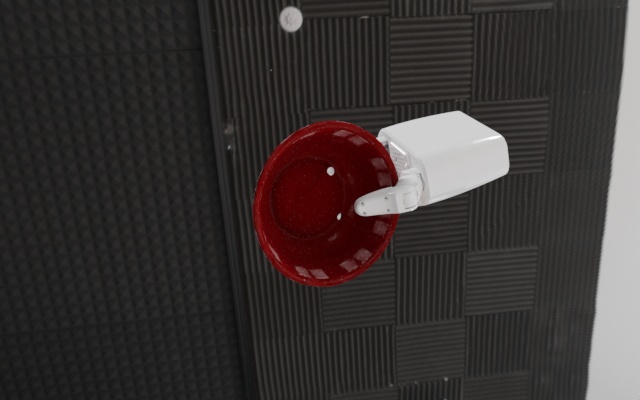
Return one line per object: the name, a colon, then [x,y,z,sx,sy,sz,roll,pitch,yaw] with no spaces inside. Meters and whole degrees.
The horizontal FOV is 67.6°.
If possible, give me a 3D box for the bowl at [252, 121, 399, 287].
bowl: [-0.001,0.002,0.481,0.162,0.162,0.055,0,8,-28]
